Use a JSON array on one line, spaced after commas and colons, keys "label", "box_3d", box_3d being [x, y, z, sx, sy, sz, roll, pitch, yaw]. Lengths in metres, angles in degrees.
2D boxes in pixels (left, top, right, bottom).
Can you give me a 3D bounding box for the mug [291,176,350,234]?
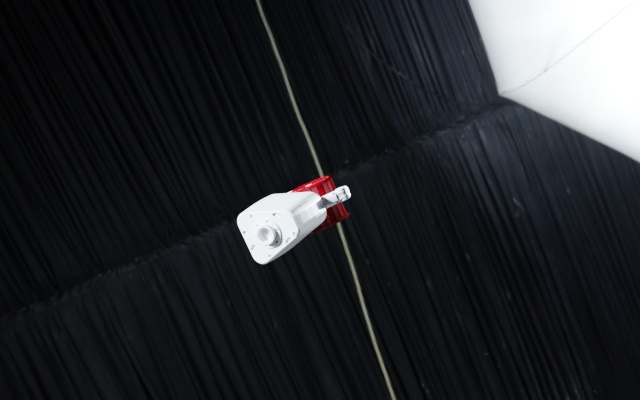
[{"label": "mug", "box_3d": [0.001, 0.002, 0.894, 0.093, 0.081, 0.117, -20, 7, 25]}]
